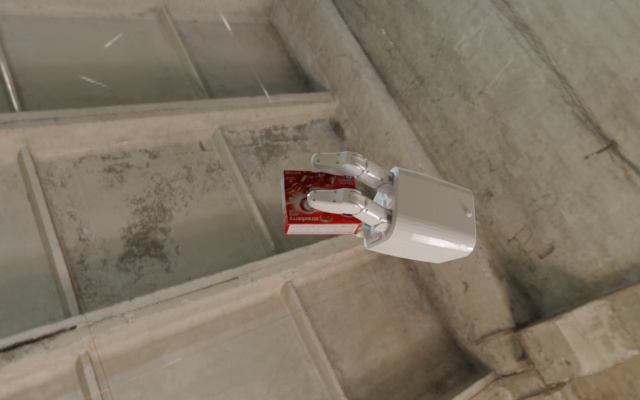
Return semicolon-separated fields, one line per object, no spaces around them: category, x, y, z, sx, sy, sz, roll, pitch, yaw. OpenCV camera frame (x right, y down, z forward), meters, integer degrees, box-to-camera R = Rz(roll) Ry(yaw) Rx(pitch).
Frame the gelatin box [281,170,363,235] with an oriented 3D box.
gelatin box;0.000;0.002;0.562;0.089;0.073;0.030;1;-31;-13
